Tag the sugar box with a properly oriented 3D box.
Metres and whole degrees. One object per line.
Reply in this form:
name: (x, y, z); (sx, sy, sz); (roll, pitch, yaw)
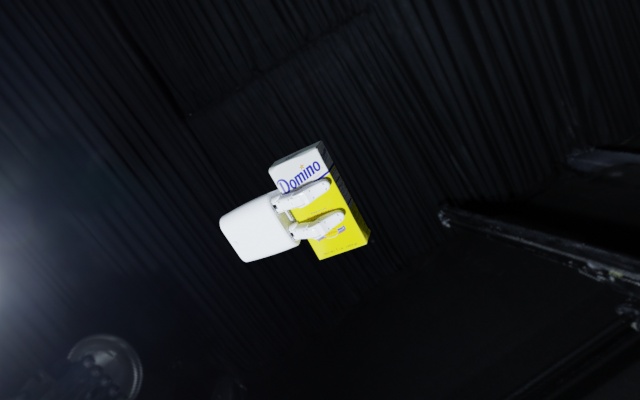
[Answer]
sugar box: (0.000, 0.003, 0.766); (0.093, 0.176, 0.048); (-23, 20, 24)
